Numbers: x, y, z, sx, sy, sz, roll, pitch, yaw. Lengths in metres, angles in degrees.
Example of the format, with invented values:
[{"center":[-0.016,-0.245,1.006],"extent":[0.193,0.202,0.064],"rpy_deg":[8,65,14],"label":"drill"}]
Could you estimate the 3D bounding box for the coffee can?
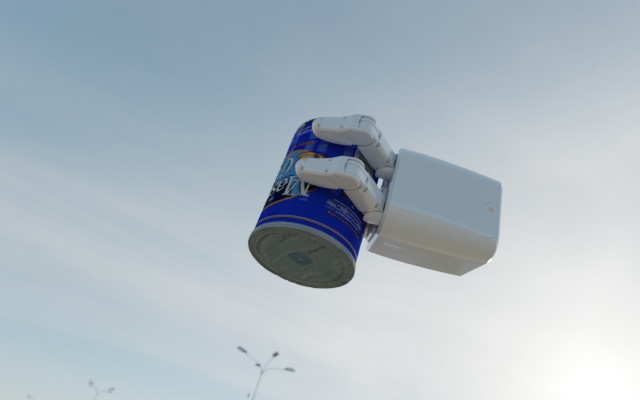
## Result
[{"center":[0.000,0.002,0.477],"extent":[0.103,0.140,0.103],"rpy_deg":[13,-36,9],"label":"coffee can"}]
